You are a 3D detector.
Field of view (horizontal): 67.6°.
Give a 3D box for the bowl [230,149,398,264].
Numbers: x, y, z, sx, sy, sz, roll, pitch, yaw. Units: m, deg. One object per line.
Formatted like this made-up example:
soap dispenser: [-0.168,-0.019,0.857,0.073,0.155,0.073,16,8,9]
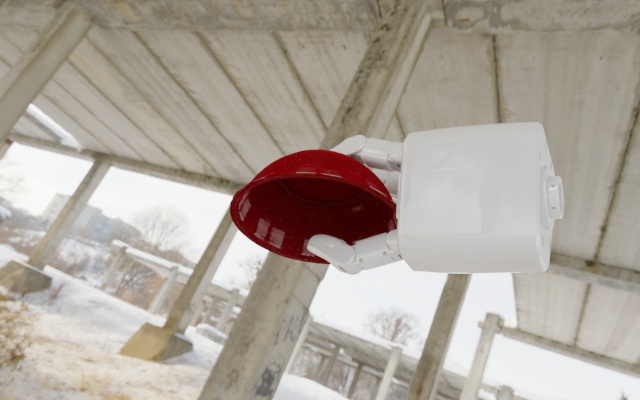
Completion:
bowl: [-0.001,0.001,0.450,0.162,0.055,0.162,5,-33,3]
